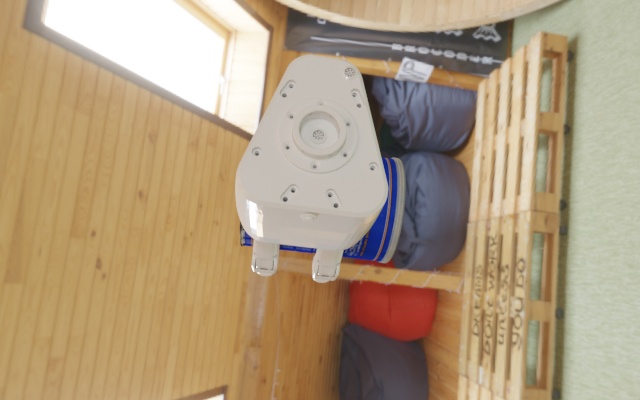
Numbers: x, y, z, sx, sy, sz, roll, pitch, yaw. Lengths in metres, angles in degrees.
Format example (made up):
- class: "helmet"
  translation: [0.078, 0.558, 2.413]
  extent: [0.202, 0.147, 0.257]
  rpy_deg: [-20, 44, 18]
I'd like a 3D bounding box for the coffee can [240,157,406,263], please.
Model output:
- class: "coffee can"
  translation: [0.000, 0.002, 0.460]
  extent: [0.140, 0.103, 0.103]
  rpy_deg: [7, -1, -4]
